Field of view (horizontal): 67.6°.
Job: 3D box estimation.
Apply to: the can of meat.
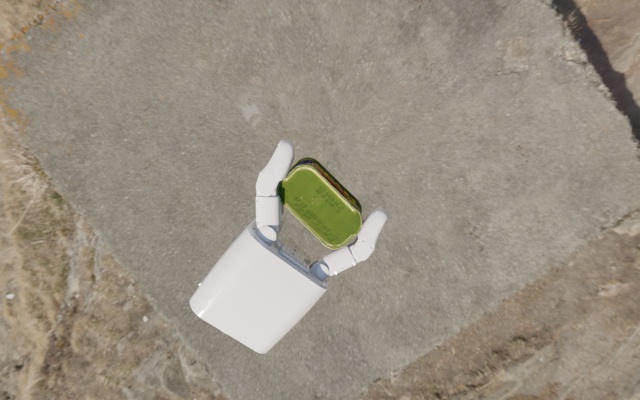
[{"bbox_3d":[0.000,0.002,0.532,0.102,0.057,0.084,44,7,-4],"label":"can of meat"}]
